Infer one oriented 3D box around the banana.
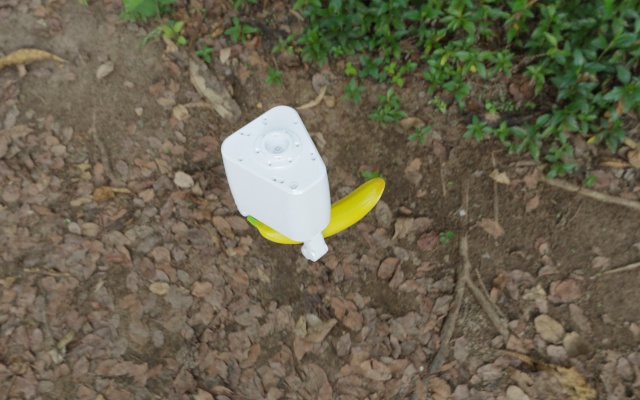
[{"bbox_3d":[0.002,0.018,0.644,0.198,0.069,0.037,-15,-30,-6],"label":"banana"}]
